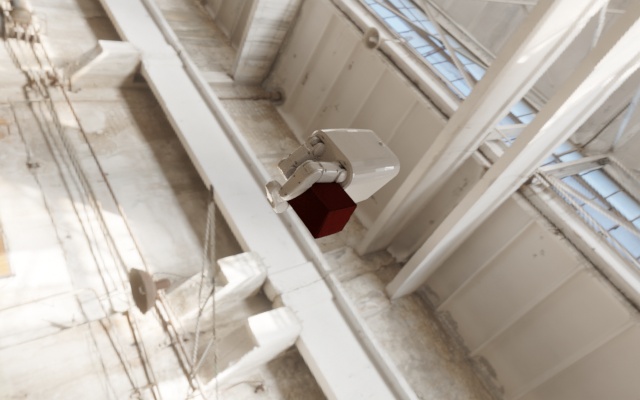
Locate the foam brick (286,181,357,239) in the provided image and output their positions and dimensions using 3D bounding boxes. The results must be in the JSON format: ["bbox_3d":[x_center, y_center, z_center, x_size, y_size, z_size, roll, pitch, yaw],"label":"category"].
[{"bbox_3d":[0.000,0.002,0.631,0.051,0.053,0.078,-10,51,-41],"label":"foam brick"}]
